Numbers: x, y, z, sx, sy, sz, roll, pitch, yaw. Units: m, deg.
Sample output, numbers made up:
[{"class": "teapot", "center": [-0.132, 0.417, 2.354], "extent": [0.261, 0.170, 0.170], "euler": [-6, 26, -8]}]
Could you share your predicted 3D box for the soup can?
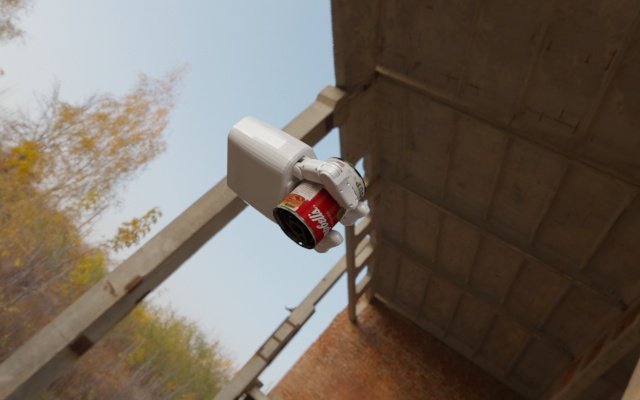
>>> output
[{"class": "soup can", "center": [0.001, 0.002, 0.591], "extent": [0.102, 0.068, 0.068], "euler": [-45, 24, -26]}]
